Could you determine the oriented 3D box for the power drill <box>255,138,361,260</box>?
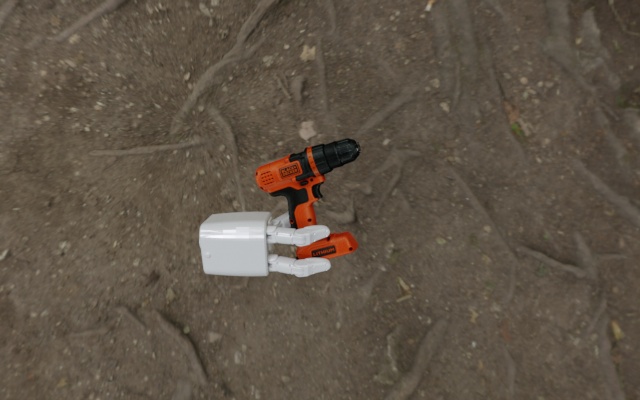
[{"bbox_3d":[0.000,0.003,0.803,0.184,0.187,0.057,-17,5,16],"label":"power drill"}]
